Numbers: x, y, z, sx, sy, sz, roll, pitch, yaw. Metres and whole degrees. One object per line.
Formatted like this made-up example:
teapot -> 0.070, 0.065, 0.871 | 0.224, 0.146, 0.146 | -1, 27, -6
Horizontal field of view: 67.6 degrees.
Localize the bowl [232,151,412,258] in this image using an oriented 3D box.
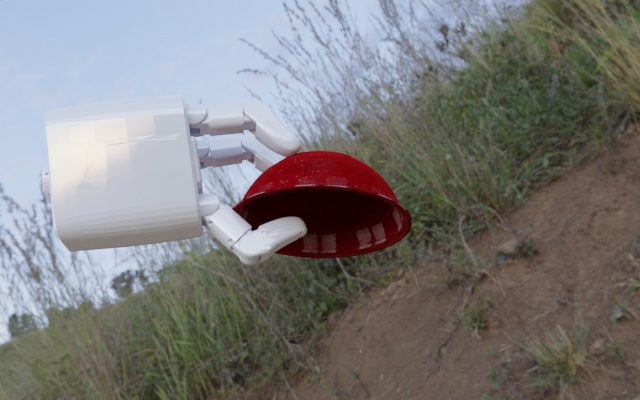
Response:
bowl -> 0.001, 0.001, 0.435 | 0.162, 0.055, 0.162 | 1, -26, 1
